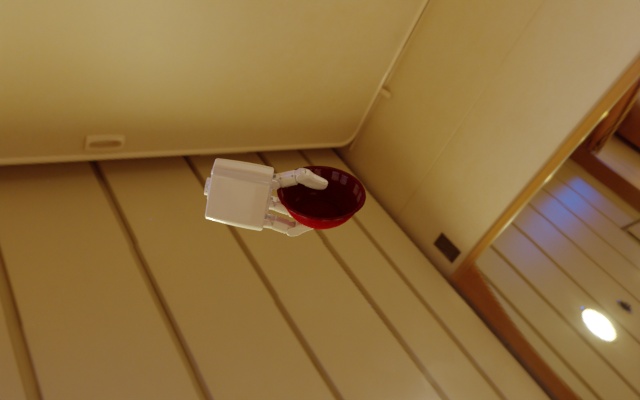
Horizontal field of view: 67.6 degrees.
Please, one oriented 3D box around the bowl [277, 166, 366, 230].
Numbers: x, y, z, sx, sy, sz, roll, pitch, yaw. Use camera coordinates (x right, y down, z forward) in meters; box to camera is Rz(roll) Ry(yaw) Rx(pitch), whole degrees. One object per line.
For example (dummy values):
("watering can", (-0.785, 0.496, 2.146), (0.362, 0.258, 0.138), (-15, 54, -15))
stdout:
("bowl", (0.001, 0.004, 0.875), (0.162, 0.055, 0.162), (3, 38, -2))
